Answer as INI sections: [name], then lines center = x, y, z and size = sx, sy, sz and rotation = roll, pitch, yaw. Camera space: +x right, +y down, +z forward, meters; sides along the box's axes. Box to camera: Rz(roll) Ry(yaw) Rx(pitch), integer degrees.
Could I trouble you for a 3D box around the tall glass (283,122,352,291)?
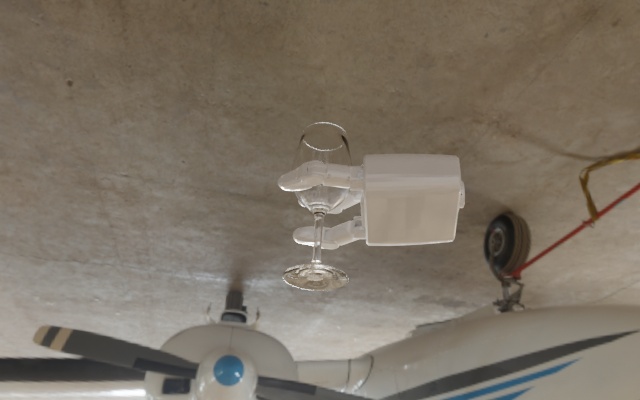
[tall glass]
center = 0.000, 0.002, 0.582
size = 0.079, 0.201, 0.079
rotation = 2, -30, 1
